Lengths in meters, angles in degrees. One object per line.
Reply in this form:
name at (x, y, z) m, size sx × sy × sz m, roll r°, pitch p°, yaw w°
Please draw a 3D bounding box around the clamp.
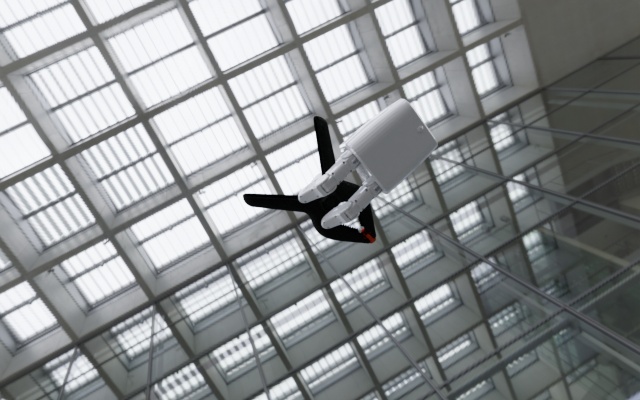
clamp at (0.000, 0.002, 0.717) m, size 0.164 × 0.210 × 0.036 m, roll -40°, pitch 22°, yaw 3°
